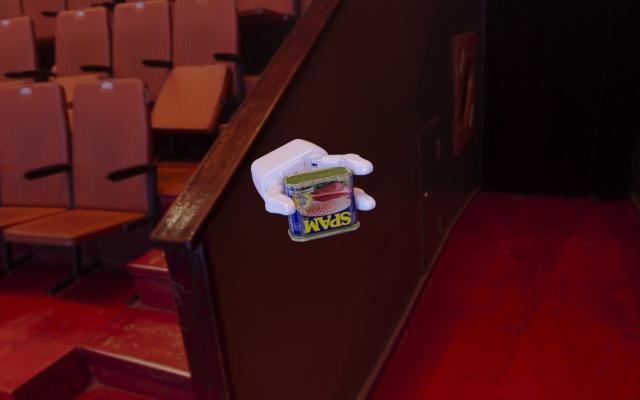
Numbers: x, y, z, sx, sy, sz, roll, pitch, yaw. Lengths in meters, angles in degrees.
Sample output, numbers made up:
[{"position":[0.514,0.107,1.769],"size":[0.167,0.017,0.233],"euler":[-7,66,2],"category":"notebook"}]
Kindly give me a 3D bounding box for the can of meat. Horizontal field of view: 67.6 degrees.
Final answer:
[{"position":[0.000,0.002,0.678],"size":[0.102,0.084,0.057],"euler":[-11,20,-11],"category":"can of meat"}]
